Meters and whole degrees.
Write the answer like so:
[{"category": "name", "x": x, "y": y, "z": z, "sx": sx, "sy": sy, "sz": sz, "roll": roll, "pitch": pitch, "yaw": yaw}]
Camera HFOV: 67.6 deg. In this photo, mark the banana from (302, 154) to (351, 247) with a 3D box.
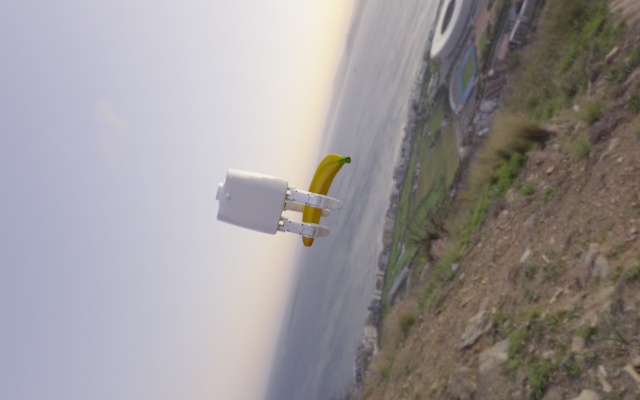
[{"category": "banana", "x": -0.001, "y": -0.010, "z": 0.869, "sx": 0.037, "sy": 0.198, "sz": 0.069, "roll": 13, "pitch": 29, "yaw": -18}]
